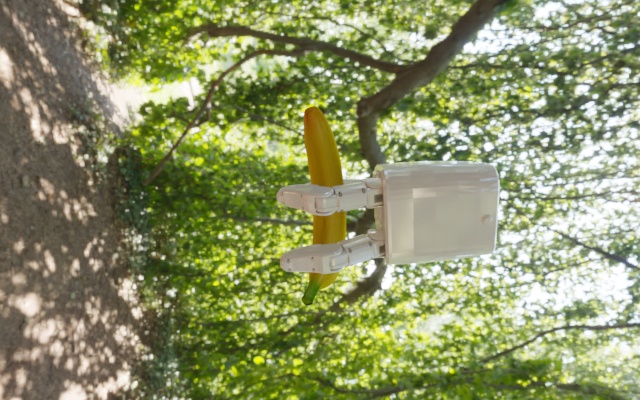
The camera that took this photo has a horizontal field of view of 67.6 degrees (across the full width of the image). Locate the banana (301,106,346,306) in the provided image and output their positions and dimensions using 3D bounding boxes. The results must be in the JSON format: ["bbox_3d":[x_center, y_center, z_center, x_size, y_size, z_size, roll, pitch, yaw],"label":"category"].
[{"bbox_3d":[0.005,0.004,0.497,0.037,0.198,0.069,0,1,15],"label":"banana"}]
